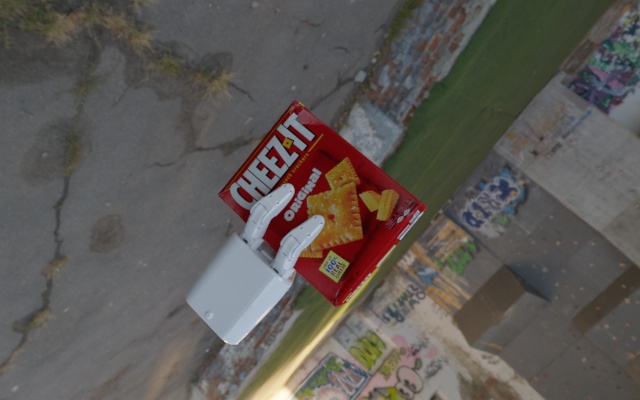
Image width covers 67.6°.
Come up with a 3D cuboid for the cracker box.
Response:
[{"bbox_3d":[0.000,0.002,0.611,0.213,0.164,0.072,41,5,15],"label":"cracker box"}]
